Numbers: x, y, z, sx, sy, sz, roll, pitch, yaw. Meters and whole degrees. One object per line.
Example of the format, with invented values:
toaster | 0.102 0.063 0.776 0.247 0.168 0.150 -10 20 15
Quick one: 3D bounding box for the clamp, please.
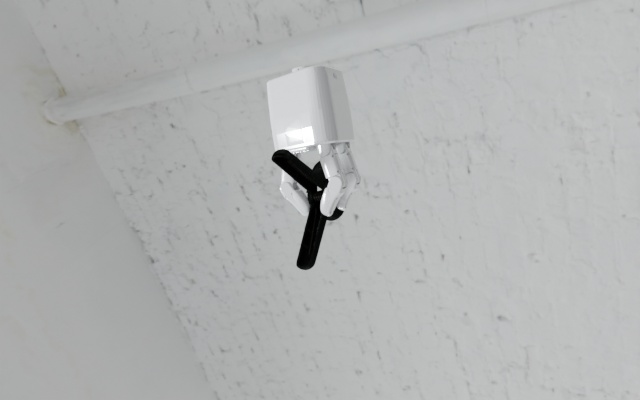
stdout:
clamp | 0.000 0.002 0.706 0.036 0.164 0.210 -6 5 26
